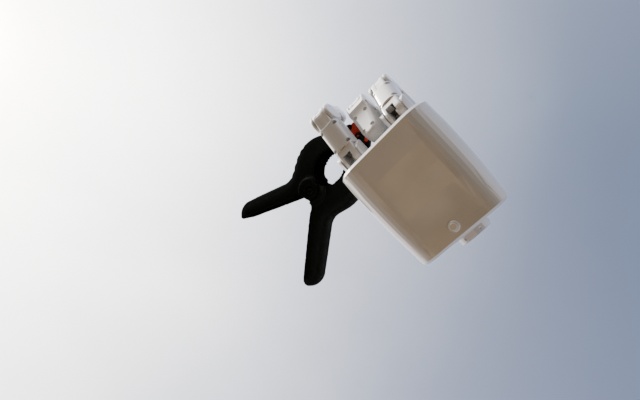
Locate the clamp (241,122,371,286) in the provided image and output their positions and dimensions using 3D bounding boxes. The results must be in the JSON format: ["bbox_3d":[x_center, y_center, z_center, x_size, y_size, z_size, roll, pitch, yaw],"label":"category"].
[{"bbox_3d":[0.000,0.001,0.489,0.171,0.120,0.039,-46,-12,25],"label":"clamp"}]
